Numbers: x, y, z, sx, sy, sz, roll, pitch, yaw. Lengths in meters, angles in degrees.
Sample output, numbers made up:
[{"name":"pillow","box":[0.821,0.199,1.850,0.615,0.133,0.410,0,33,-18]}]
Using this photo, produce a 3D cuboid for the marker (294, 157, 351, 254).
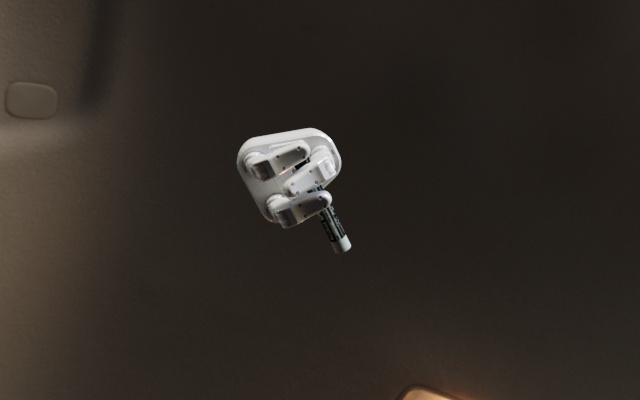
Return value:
[{"name":"marker","box":[0.000,0.002,0.511,0.020,0.121,0.020,-24,16,7]}]
